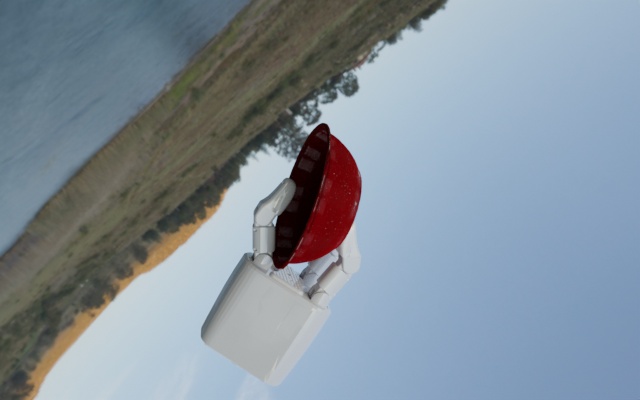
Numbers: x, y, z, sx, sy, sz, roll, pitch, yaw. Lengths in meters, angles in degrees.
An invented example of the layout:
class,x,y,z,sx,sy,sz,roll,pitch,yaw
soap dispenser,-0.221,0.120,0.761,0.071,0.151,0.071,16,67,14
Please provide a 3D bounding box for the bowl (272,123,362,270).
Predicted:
class,x,y,z,sx,sy,sz,roll,pitch,yaw
bowl,0.001,0.001,0.511,0.055,0.162,0.162,17,-5,-15
